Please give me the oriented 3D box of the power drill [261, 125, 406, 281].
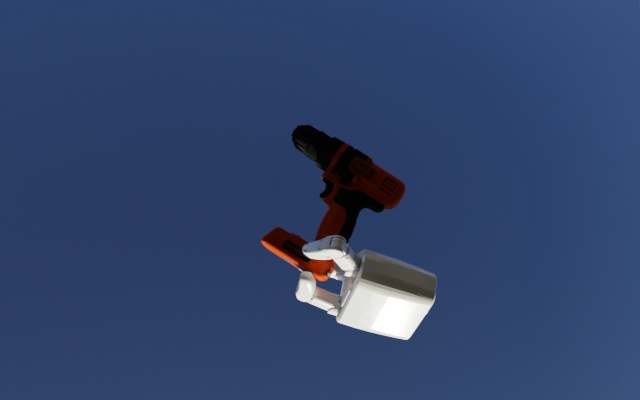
[{"bbox_3d":[0.000,0.003,0.669,0.184,0.187,0.057,33,-12,9],"label":"power drill"}]
